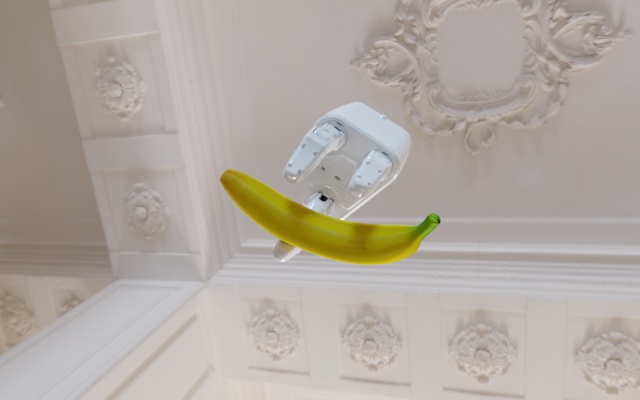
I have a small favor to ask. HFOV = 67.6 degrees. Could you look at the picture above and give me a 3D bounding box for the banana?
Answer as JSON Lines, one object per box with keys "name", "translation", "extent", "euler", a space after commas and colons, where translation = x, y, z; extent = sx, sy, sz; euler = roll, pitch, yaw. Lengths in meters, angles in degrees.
{"name": "banana", "translation": [0.002, 0.019, 0.420], "extent": [0.198, 0.070, 0.037], "euler": [11, 27, 17]}
